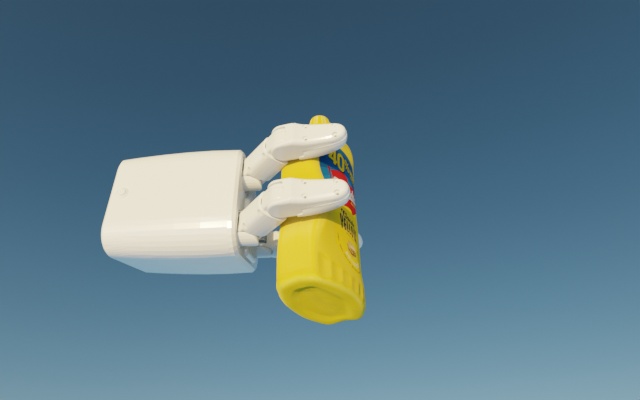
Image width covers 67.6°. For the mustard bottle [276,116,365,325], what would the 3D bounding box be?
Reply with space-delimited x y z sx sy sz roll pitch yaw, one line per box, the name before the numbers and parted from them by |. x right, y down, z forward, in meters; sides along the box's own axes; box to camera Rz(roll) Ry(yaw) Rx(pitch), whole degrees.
mustard bottle | 0.000 0.002 0.414 0.058 0.191 0.096 -17 -37 21
